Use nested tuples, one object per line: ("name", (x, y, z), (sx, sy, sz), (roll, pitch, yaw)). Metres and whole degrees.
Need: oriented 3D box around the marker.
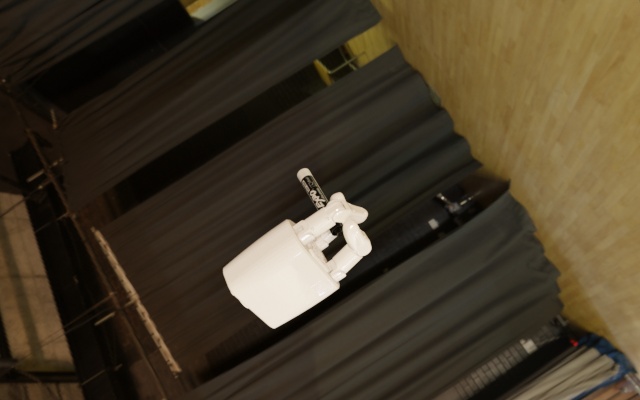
("marker", (0.000, 0.002, 0.626), (0.020, 0.020, 0.121), (0, 41, -33))
